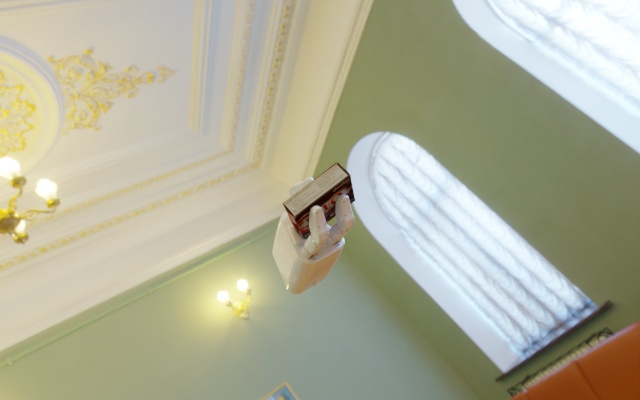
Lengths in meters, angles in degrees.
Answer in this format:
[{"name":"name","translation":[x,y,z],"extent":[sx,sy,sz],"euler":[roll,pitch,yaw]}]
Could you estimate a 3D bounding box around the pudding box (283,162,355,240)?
[{"name":"pudding box","translation":[0.000,0.002,0.769],"extent":[0.113,0.039,0.090],"euler":[-39,-25,-10]}]
